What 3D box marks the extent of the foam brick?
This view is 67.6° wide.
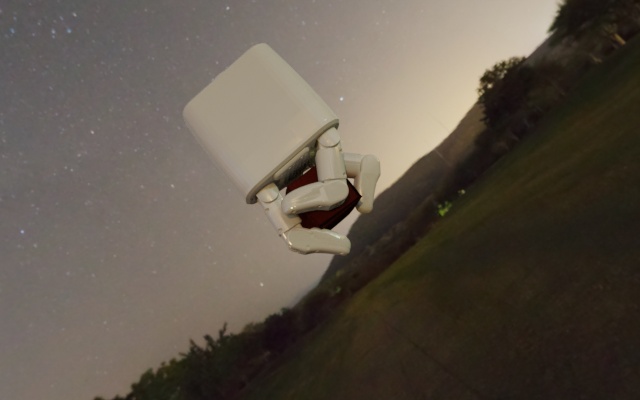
[{"bbox_3d":[0.000,0.002,0.476,0.053,0.051,0.078,-38,-8,-15],"label":"foam brick"}]
